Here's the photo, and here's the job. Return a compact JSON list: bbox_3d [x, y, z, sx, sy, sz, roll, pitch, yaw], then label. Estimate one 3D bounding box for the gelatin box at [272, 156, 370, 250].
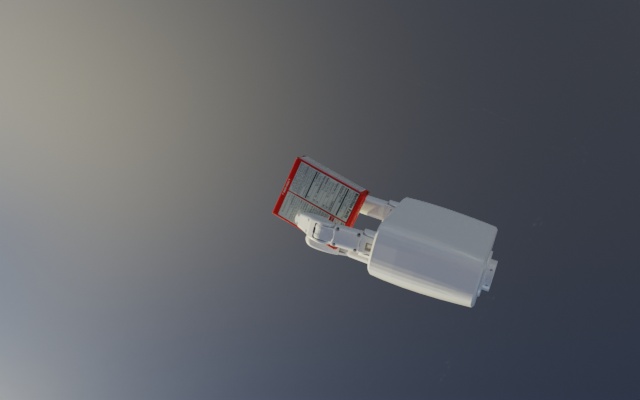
[{"bbox_3d":[0.000,0.002,0.538,0.089,0.073,0.030,29,18,14],"label":"gelatin box"}]
